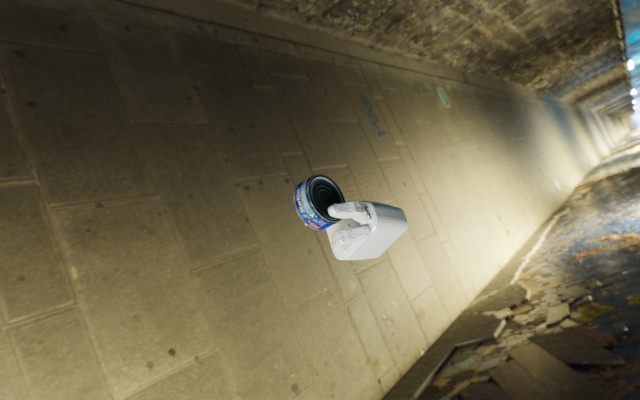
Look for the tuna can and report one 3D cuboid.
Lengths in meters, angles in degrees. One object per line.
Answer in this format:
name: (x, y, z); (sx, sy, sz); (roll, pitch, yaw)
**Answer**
tuna can: (0.000, 0.002, 0.756); (0.086, 0.086, 0.034); (0, -23, -47)
